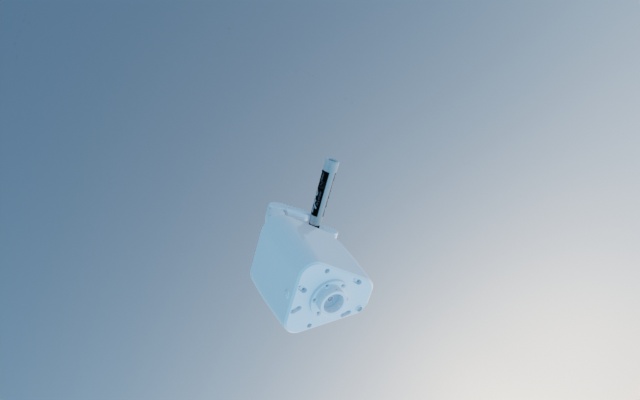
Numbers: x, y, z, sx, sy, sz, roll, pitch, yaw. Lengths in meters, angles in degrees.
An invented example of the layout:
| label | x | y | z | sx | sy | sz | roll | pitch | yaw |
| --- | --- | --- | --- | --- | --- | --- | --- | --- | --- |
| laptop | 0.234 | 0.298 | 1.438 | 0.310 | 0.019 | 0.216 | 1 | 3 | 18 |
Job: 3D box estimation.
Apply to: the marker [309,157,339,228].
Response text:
| label | x | y | z | sx | sy | sz | roll | pitch | yaw |
| --- | --- | --- | --- | --- | --- | --- | --- | --- | --- |
| marker | 0.000 | 0.002 | 0.636 | 0.020 | 0.121 | 0.020 | 14 | 20 | -5 |
